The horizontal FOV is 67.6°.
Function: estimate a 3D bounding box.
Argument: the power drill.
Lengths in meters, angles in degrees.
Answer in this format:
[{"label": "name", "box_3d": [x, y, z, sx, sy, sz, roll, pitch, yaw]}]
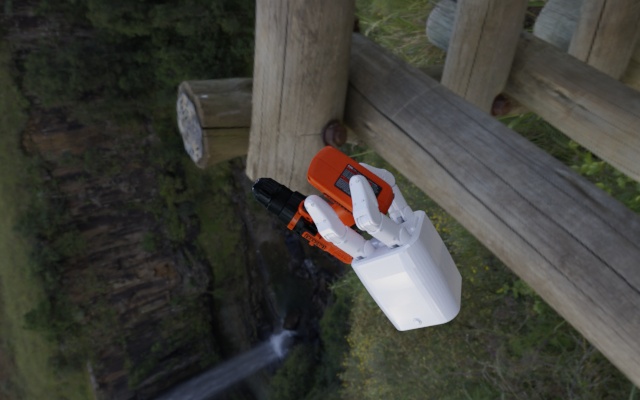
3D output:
[{"label": "power drill", "box_3d": [0.000, 0.002, 0.624, 0.184, 0.057, 0.188, 32, -24, -2]}]
